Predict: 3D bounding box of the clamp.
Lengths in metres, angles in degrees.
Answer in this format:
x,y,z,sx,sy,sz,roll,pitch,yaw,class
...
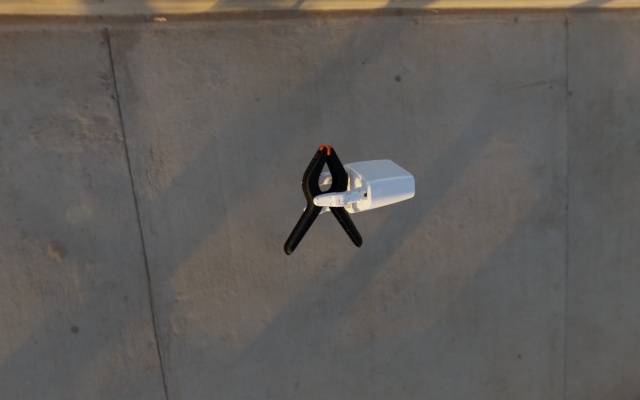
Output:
x,y,z,sx,sy,sz,roll,pitch,yaw,class
0.001,0.002,0.893,0.164,0.210,0.036,-11,13,-26,clamp
